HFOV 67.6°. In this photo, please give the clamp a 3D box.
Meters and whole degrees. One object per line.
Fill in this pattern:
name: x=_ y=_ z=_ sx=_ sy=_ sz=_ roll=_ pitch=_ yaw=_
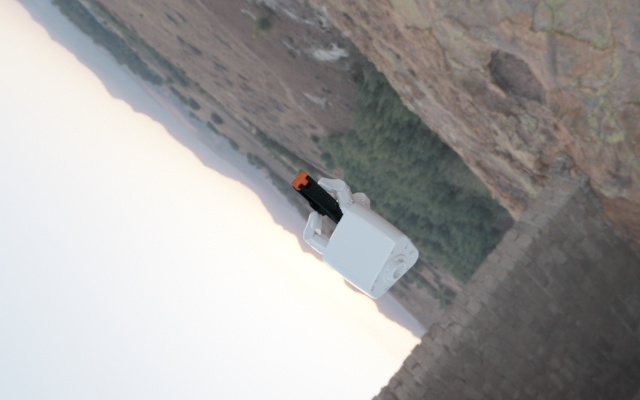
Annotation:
clamp: x=0.000 y=0.003 z=0.840 sx=0.164 sy=0.036 sz=0.210 roll=33 pitch=-7 yaw=39
